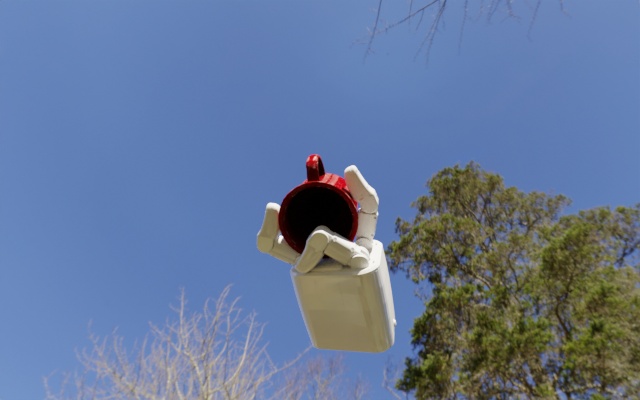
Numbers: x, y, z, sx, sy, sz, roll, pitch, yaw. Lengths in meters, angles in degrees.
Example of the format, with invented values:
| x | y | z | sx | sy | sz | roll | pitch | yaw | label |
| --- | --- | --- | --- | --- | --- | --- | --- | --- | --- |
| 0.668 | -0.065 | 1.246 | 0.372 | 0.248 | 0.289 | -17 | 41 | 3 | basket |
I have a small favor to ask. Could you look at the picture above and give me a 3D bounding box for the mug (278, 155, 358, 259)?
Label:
| x | y | z | sx | sy | sz | roll | pitch | yaw | label |
| --- | --- | --- | --- | --- | --- | --- | --- | --- | --- |
| 0.000 | 0.000 | 0.580 | 0.093 | 0.117 | 0.081 | -9 | 14 | 11 | mug |
